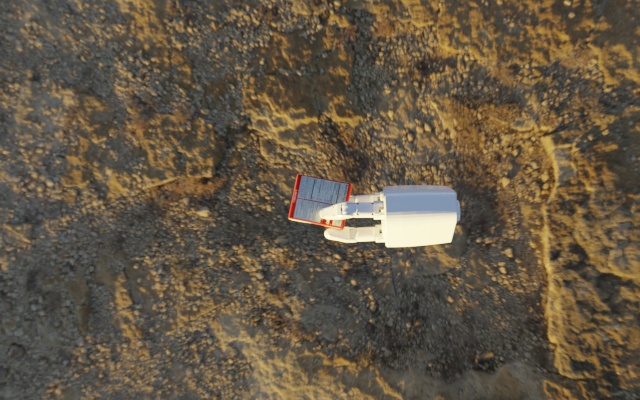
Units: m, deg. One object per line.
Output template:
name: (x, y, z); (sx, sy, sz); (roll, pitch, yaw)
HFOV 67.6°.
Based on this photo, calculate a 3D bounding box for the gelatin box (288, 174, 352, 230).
gelatin box: (0.000, 0.002, 0.757); (0.089, 0.073, 0.030); (11, -5, 6)
